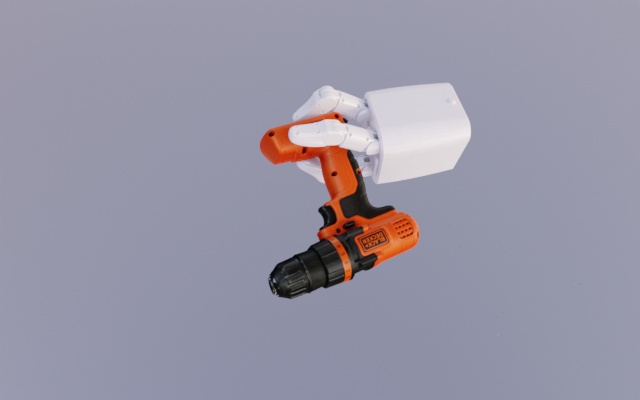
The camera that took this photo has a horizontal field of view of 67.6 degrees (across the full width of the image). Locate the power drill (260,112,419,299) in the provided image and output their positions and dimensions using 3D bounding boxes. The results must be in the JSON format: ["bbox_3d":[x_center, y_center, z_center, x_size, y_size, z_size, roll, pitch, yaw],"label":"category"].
[{"bbox_3d":[0.000,0.001,0.543,0.184,0.187,0.057,-19,-14,-25],"label":"power drill"}]
